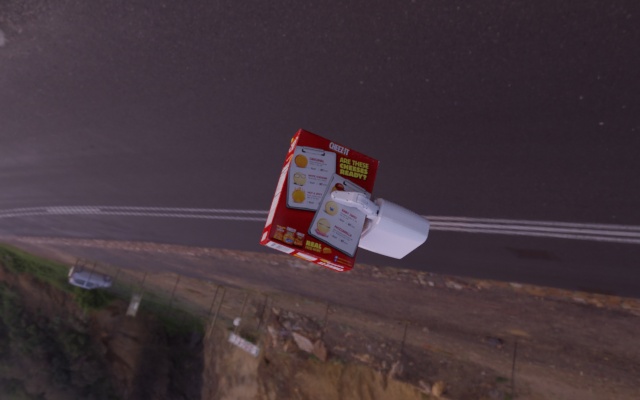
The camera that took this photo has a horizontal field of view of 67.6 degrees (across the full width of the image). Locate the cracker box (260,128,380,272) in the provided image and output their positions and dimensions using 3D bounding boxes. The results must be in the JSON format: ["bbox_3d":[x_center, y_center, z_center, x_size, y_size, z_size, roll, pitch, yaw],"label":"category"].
[{"bbox_3d":[0.000,0.003,0.863,0.164,0.213,0.072,21,-20,-16],"label":"cracker box"}]
